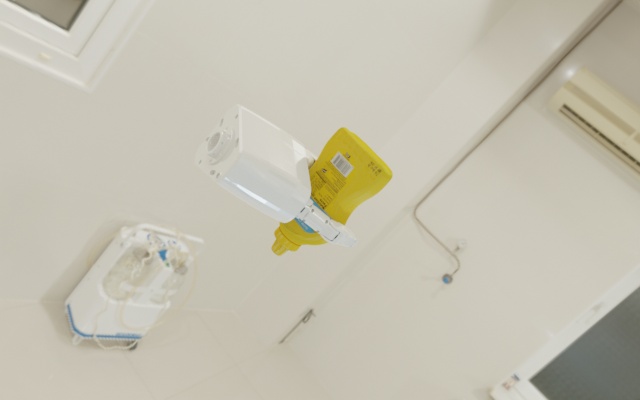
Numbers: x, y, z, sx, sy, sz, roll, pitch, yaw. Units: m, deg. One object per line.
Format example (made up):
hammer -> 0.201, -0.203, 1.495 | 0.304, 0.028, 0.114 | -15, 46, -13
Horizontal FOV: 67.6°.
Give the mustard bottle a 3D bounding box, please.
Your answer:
mustard bottle -> 0.000, 0.002, 0.637 | 0.096, 0.192, 0.058 | 49, 15, 27
